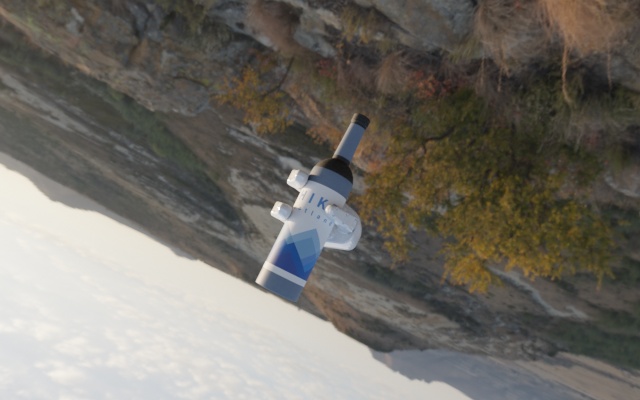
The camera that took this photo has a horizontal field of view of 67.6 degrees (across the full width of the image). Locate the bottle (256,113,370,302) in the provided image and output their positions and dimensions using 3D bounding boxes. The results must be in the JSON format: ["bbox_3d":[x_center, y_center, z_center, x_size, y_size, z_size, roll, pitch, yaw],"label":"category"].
[{"bbox_3d":[0.000,0.003,0.714,0.069,0.295,0.069,26,-9,4],"label":"bottle"}]
